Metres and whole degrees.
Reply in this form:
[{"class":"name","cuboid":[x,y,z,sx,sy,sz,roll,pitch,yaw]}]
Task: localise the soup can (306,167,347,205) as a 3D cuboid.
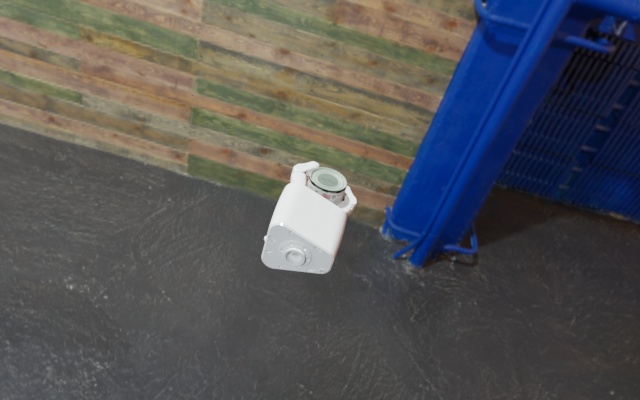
[{"class":"soup can","cuboid":[0.000,0.002,0.821,0.068,0.102,0.068,12,37,-9]}]
